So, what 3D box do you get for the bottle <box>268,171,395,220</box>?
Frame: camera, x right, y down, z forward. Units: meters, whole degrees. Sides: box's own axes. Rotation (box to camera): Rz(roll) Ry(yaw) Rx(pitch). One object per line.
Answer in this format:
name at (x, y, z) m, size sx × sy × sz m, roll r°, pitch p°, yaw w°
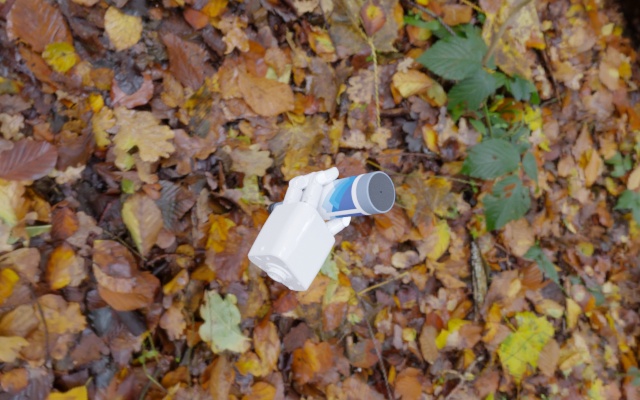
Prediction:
bottle at (0.000, 0.003, 0.864) m, size 0.069 × 0.069 × 0.296 m, roll 0°, pitch -6°, yaw -41°
